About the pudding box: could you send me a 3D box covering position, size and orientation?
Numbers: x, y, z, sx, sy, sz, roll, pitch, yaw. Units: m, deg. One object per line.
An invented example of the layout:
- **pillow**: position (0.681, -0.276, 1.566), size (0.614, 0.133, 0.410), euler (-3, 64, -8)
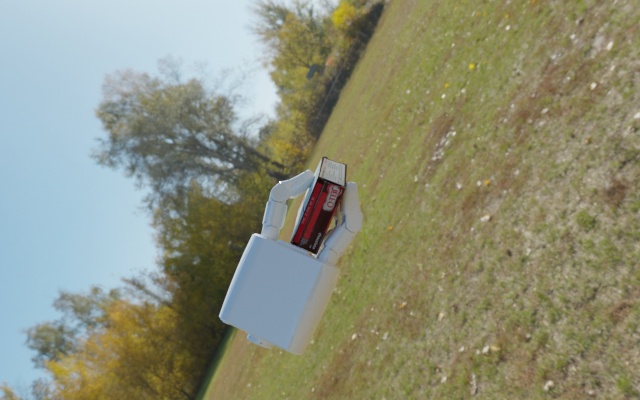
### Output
- **pudding box**: position (0.000, 0.002, 0.587), size (0.039, 0.090, 0.113), euler (22, 18, -5)
